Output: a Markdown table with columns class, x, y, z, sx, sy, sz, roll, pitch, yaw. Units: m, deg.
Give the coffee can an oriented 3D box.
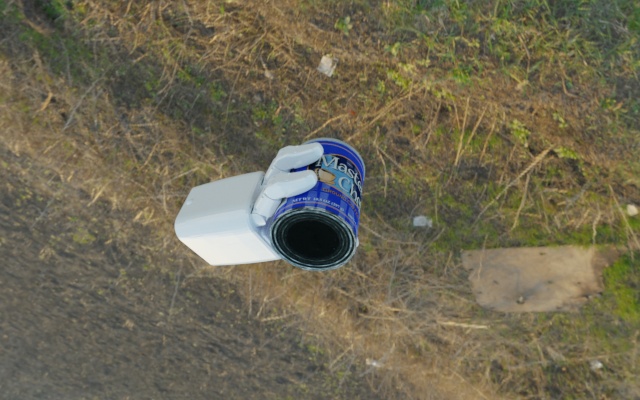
| class | x | y | z | sx | sy | sz | roll | pitch | yaw |
| --- | --- | --- | --- | --- | --- | --- | --- | --- | --- |
| coffee can | 0.000 | 0.002 | 0.599 | 0.103 | 0.103 | 0.140 | 0 | 40 | 10 |
